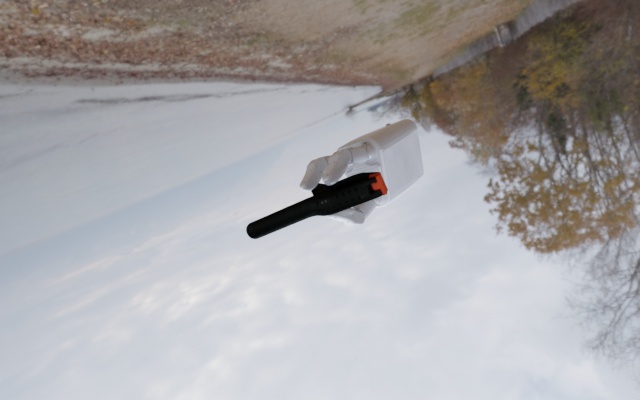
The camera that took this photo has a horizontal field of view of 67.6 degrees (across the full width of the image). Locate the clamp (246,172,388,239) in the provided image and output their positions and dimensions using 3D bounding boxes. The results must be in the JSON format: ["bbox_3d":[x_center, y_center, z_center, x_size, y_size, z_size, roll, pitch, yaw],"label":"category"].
[{"bbox_3d":[0.001,0.003,0.666,0.164,0.036,0.210,-34,14,-37],"label":"clamp"}]
